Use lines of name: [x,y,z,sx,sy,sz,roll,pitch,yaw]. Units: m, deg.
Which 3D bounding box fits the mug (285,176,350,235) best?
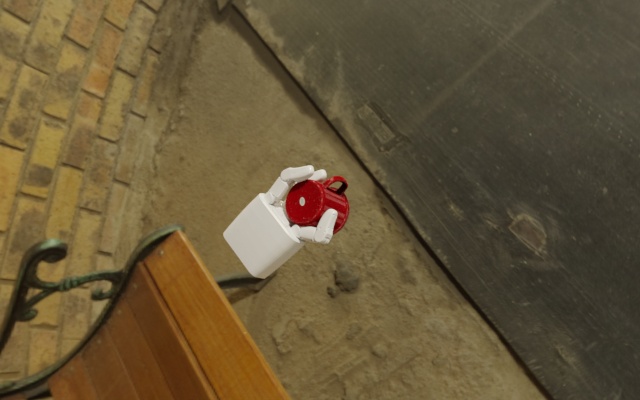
mug: [0.001,0.002,0.838,0.117,0.093,0.081,-44,-32,14]
